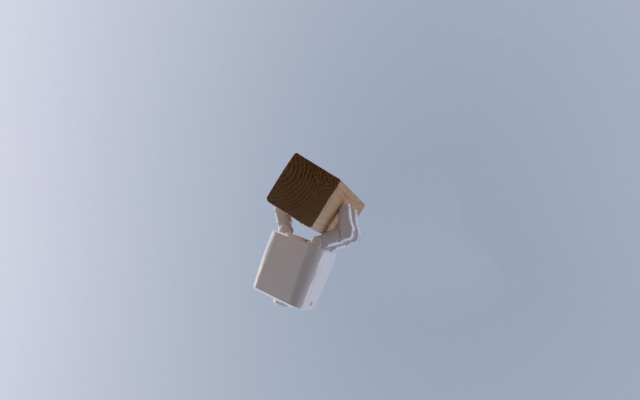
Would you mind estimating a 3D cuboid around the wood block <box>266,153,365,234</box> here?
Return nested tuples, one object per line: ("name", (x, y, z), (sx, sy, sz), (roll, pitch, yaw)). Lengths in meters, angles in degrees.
("wood block", (0.000, 0.003, 0.822), (0.091, 0.090, 0.206), (32, -1, 19))
